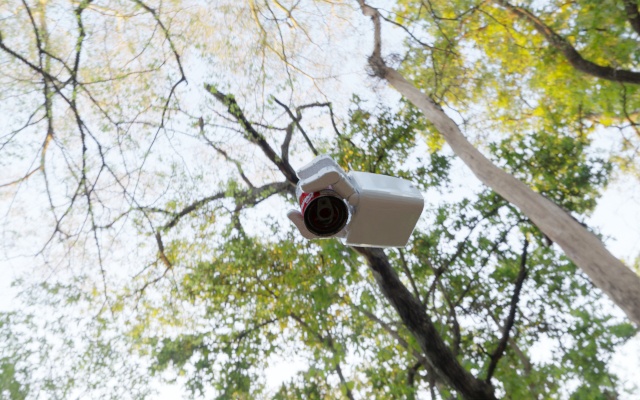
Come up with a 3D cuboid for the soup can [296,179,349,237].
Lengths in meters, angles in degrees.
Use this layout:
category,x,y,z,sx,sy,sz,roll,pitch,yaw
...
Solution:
category,x,y,z,sx,sy,sz,roll,pitch,yaw
soup can,0.000,0.002,0.740,0.068,0.068,0.102,0,24,-11
